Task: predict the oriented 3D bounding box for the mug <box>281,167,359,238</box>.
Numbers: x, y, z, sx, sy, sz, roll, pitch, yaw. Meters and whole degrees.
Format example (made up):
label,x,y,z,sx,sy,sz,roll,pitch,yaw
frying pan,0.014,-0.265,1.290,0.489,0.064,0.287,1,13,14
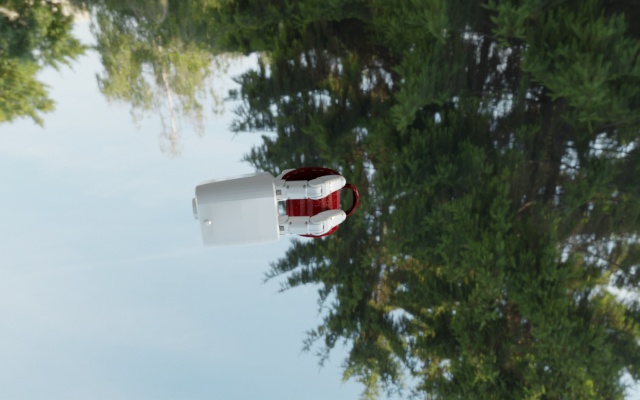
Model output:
label,x,y,z,sx,sy,sz,roll,pitch,yaw
mug,0.002,0.002,0.730,0.117,0.081,0.093,-5,27,-7
